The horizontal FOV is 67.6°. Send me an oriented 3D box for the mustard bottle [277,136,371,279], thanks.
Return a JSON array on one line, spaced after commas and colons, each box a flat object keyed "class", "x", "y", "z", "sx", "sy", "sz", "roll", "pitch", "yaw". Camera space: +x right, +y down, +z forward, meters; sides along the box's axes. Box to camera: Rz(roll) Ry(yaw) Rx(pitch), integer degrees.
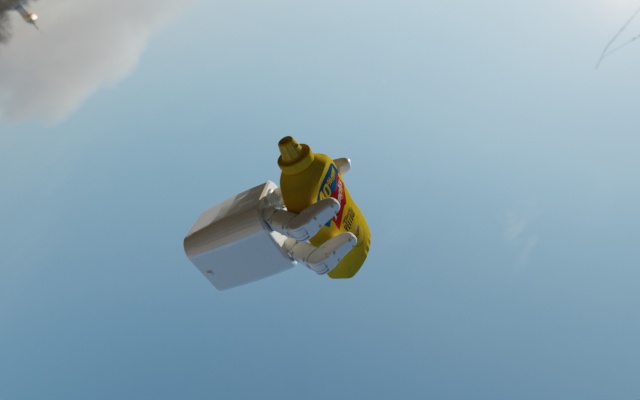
[{"class": "mustard bottle", "x": 0.001, "y": 0.002, "z": 0.572, "sx": 0.058, "sy": 0.096, "sz": 0.192, "roll": -5, "pitch": -47, "yaw": 31}]
